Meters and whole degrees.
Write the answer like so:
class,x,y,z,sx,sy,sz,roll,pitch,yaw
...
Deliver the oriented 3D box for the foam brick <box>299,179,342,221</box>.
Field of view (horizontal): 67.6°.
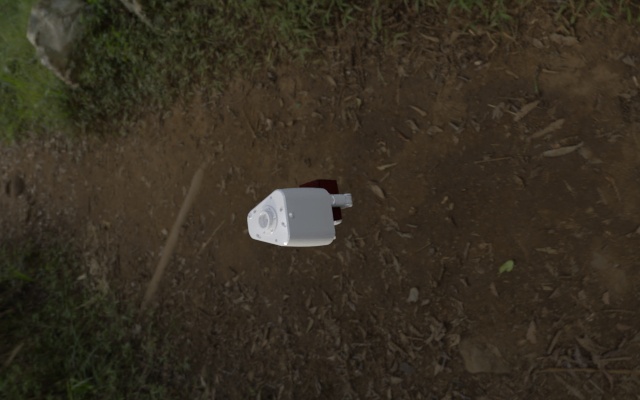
class,x,y,z,sx,sy,sz,roll,pitch,yaw
foam brick,0.000,0.003,0.883,0.051,0.078,0.053,0,-12,-45
